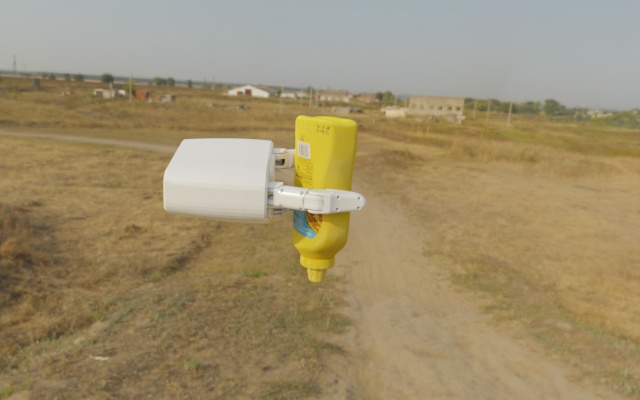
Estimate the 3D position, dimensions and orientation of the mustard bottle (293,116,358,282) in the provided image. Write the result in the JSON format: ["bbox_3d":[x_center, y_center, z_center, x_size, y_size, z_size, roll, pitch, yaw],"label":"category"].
[{"bbox_3d":[0.000,0.002,0.548,0.058,0.192,0.096,-3,14,-27],"label":"mustard bottle"}]
